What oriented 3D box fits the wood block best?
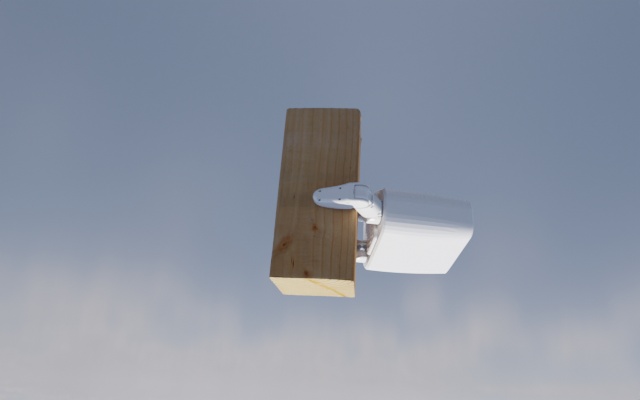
[{"bbox_3d":[0.000,0.002,0.567,0.090,0.206,0.091,1,-22,6],"label":"wood block"}]
